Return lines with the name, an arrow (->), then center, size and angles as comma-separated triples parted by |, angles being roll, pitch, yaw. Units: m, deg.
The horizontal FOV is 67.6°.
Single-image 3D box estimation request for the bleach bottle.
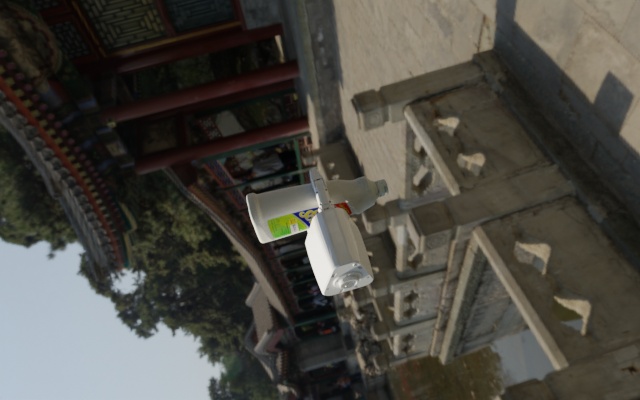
bleach bottle -> 0.000, 0.003, 0.867 | 0.251, 0.068, 0.103 | -16, -35, -4
